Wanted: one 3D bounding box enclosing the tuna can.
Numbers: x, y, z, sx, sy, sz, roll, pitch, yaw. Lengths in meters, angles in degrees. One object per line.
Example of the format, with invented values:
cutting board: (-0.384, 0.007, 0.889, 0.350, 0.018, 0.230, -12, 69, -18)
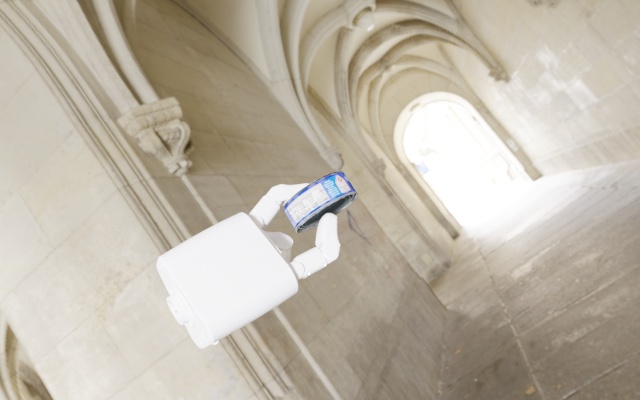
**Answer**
tuna can: (0.000, 0.001, 0.566, 0.086, 0.033, 0.086, -30, -11, -7)
